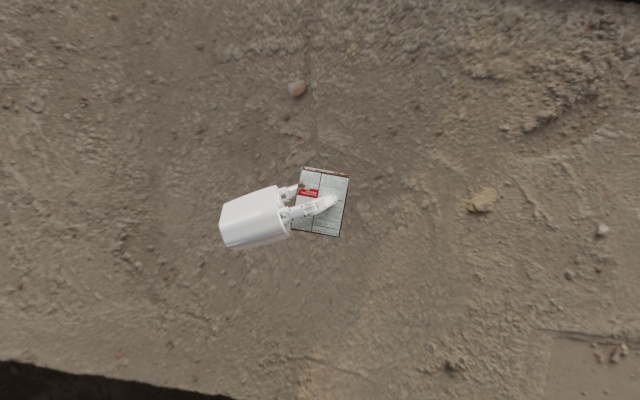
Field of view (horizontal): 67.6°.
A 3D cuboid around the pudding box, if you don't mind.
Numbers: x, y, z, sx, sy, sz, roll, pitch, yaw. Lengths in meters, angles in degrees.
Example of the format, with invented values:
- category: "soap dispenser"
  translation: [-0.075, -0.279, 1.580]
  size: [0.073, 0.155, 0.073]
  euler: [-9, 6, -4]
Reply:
- category: "pudding box"
  translation: [0.000, 0.003, 0.842]
  size: [0.090, 0.113, 0.039]
  euler: [10, 9, 0]
